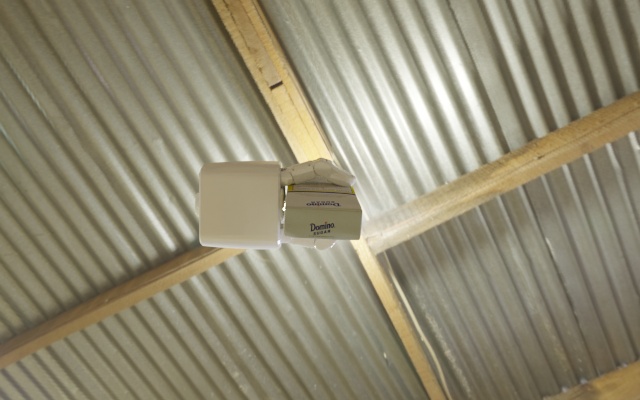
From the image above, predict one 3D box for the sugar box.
[{"bbox_3d":[0.000,0.003,0.637,0.093,0.048,0.176,3,19,-2],"label":"sugar box"}]
